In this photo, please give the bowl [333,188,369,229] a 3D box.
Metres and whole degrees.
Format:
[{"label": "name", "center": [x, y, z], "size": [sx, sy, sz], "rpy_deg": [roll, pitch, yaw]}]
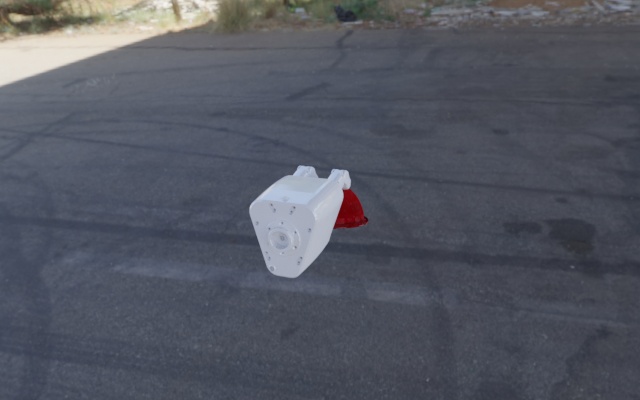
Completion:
[{"label": "bowl", "center": [0.000, 0.002, 0.784], "size": [0.162, 0.055, 0.162], "rpy_deg": [4, 9, -1]}]
